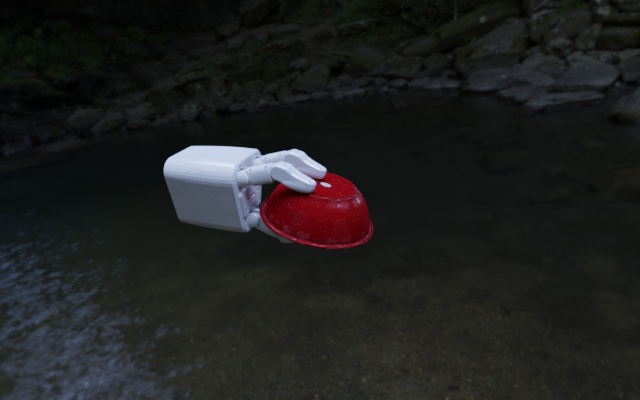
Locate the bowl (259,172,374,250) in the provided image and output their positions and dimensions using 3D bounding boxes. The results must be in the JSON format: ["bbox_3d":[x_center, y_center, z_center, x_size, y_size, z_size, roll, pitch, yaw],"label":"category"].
[{"bbox_3d":[0.002,0.002,0.654,0.162,0.055,0.162,10,25,-5],"label":"bowl"}]
